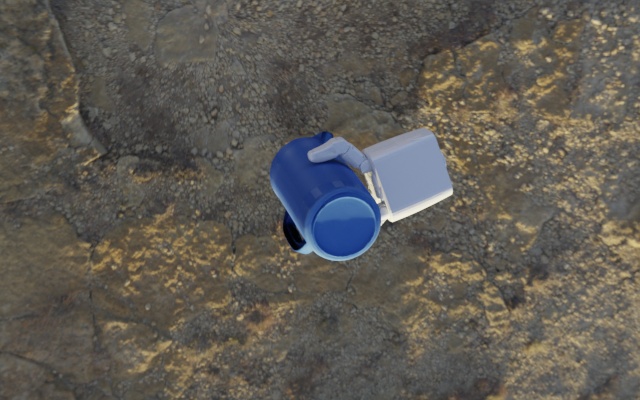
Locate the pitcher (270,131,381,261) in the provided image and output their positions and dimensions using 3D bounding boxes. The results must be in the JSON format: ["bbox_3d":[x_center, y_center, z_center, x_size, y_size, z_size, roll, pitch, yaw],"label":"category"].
[{"bbox_3d":[0.000,0.002,0.738,0.145,0.149,0.242,-23,25,-5],"label":"pitcher"}]
